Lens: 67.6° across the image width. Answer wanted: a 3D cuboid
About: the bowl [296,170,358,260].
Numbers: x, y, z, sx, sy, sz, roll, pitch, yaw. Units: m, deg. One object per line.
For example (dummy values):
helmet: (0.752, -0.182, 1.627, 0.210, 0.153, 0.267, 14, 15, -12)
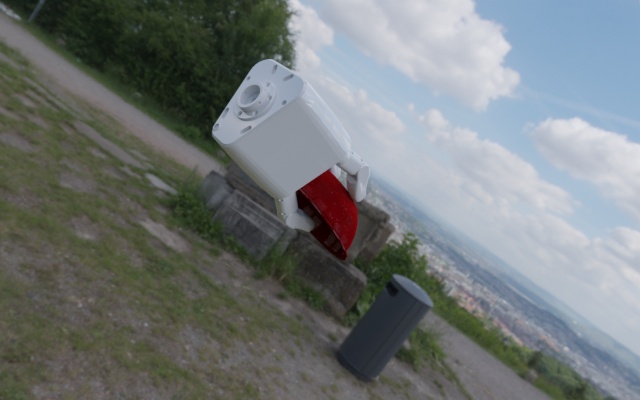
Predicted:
bowl: (0.001, 0.002, 0.644, 0.055, 0.162, 0.162, -39, 10, -12)
